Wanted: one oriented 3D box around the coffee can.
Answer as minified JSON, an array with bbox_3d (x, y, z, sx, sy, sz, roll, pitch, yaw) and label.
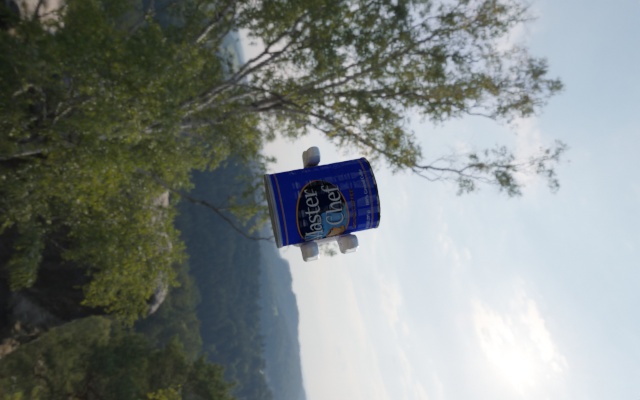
[{"bbox_3d":[0.000,0.002,0.655,0.140,0.103,0.103,-11,1,-8],"label":"coffee can"}]
